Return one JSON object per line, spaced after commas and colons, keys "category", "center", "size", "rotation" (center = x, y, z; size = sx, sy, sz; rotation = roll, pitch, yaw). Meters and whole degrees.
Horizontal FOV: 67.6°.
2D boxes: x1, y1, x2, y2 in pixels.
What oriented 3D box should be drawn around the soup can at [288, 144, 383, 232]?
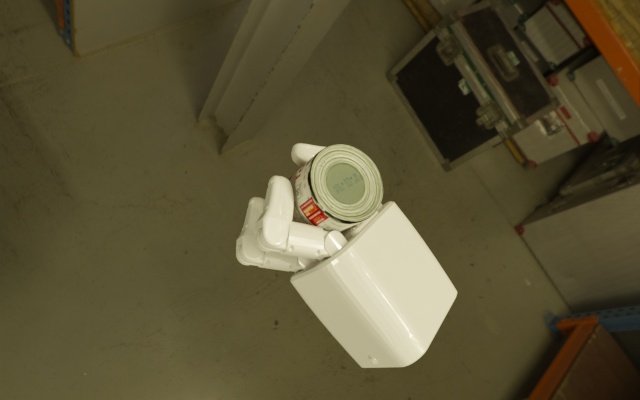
{"category": "soup can", "center": [0.000, 0.001, 0.415], "size": [0.068, 0.068, 0.102], "rotation": [0, -18, -26]}
